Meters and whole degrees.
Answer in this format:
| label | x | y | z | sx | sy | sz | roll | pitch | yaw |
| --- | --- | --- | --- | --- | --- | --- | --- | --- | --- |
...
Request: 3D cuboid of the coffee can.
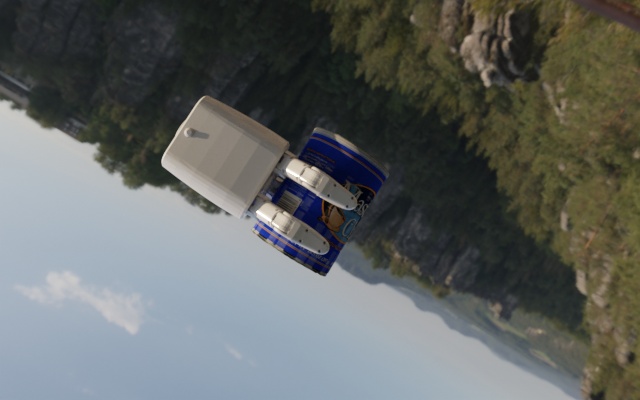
| label | x | y | z | sx | sy | sz | roll | pitch | yaw |
| --- | --- | --- | --- | --- | --- | --- | --- | --- | --- |
| coffee can | 0.000 | 0.002 | 0.556 | 0.103 | 0.140 | 0.103 | 32 | -3 | 2 |
